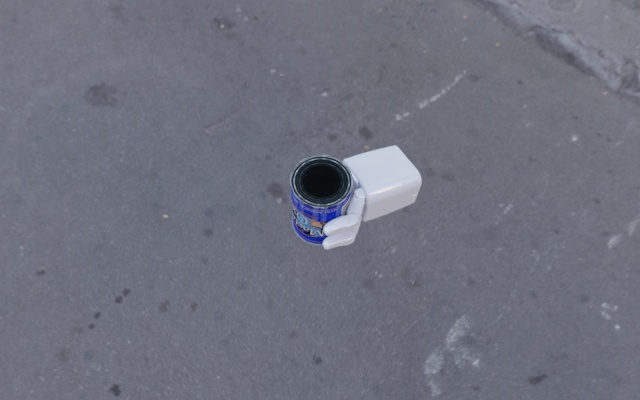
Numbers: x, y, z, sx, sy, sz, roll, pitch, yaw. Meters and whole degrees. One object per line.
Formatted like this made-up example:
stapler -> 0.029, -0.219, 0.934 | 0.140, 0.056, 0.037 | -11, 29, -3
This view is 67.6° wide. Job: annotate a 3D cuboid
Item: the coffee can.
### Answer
coffee can -> 0.000, 0.003, 0.827 | 0.103, 0.102, 0.140 | 0, -30, -2
